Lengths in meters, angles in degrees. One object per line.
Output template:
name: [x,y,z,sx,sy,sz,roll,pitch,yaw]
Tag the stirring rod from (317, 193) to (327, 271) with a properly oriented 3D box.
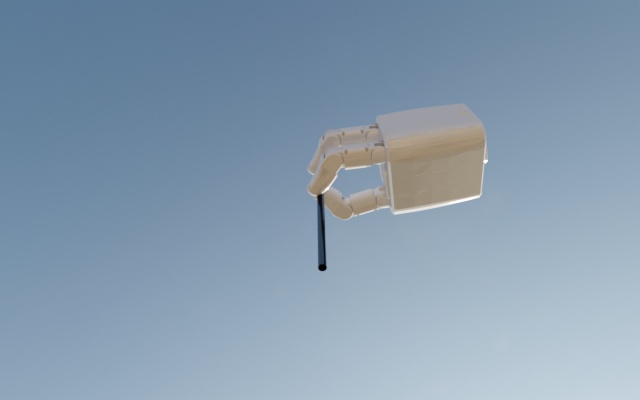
stirring rod: [0.000,0.002,0.526,0.011,0.011,0.239,0,29,-1]
